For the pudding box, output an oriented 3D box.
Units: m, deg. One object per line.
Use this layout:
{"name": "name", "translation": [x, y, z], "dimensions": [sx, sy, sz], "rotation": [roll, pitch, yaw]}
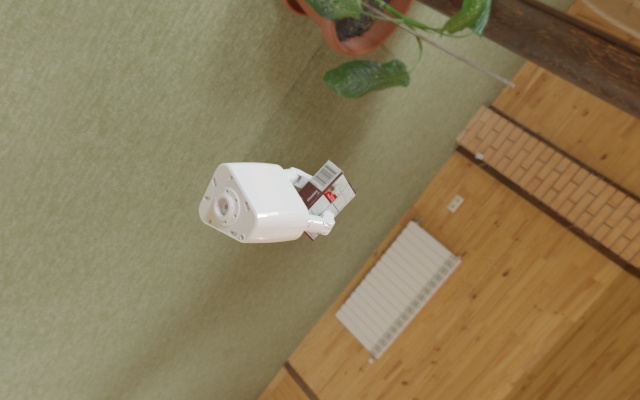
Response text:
{"name": "pudding box", "translation": [0.000, 0.003, 0.771], "dimensions": [0.039, 0.113, 0.090], "rotation": [42, -5, 28]}
